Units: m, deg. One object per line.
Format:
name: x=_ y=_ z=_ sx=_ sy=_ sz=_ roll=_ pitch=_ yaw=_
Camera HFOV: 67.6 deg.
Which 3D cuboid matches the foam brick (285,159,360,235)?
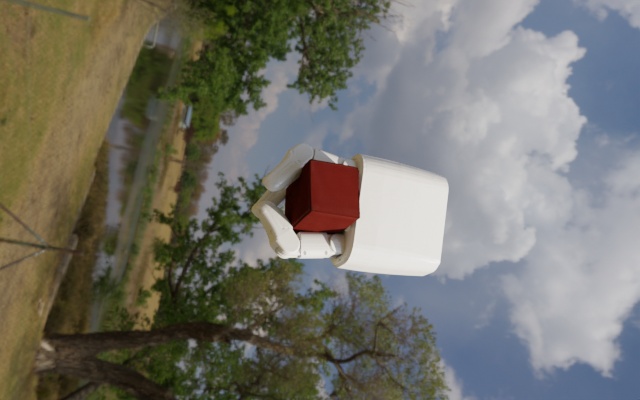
foam brick: x=0.000 y=0.002 z=0.466 sx=0.051 sy=0.053 sz=0.078 roll=9 pitch=-23 yaw=-19
